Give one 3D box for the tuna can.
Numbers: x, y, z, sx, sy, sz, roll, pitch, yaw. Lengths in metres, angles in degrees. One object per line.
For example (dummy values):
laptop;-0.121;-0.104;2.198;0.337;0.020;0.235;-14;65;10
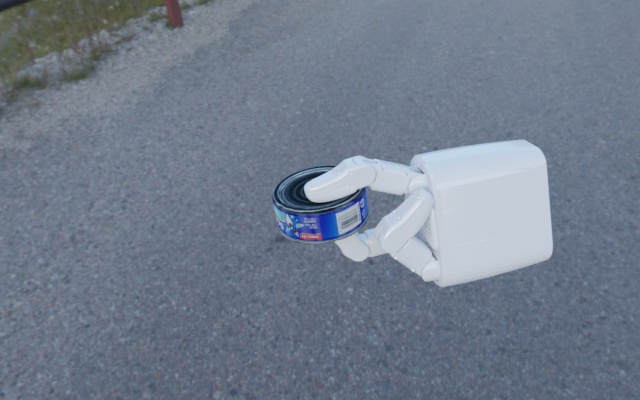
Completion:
tuna can;0.000;0.001;0.433;0.086;0.034;0.086;-7;31;4
